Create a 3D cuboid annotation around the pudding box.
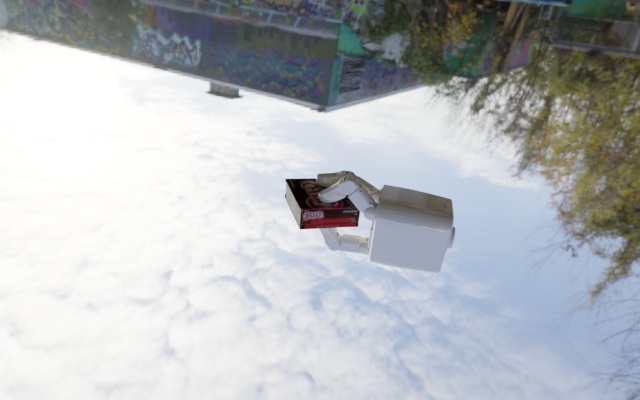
[{"bbox_3d":[0.000,0.003,0.720,0.090,0.039,0.113,-1,23,-17],"label":"pudding box"}]
